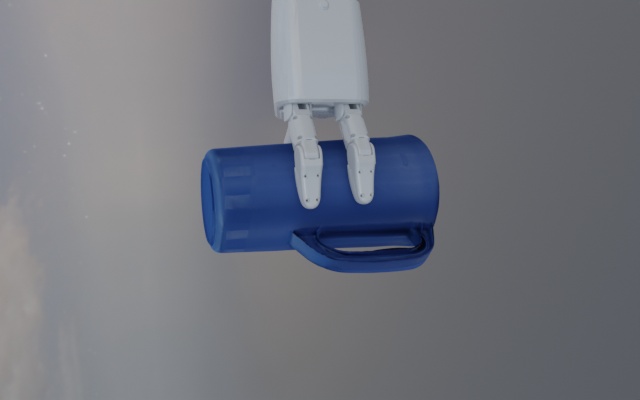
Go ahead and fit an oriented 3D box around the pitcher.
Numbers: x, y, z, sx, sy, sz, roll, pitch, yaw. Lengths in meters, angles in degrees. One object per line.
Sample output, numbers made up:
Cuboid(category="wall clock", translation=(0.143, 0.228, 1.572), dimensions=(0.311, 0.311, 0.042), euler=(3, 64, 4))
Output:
Cuboid(category="pitcher", translation=(0.000, 0.002, 0.521), dimensions=(0.243, 0.145, 0.149), euler=(-4, 3, -20))
